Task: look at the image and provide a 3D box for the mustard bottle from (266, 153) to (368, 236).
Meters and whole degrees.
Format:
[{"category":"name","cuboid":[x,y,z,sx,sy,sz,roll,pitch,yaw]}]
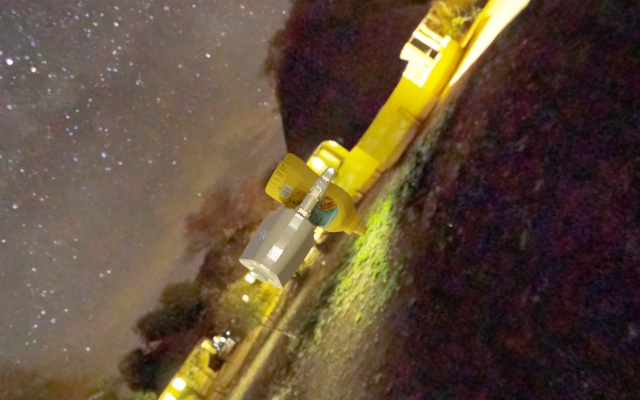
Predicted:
[{"category":"mustard bottle","cuboid":[0.000,0.002,0.848,0.191,0.058,0.096,34,-44,-1]}]
